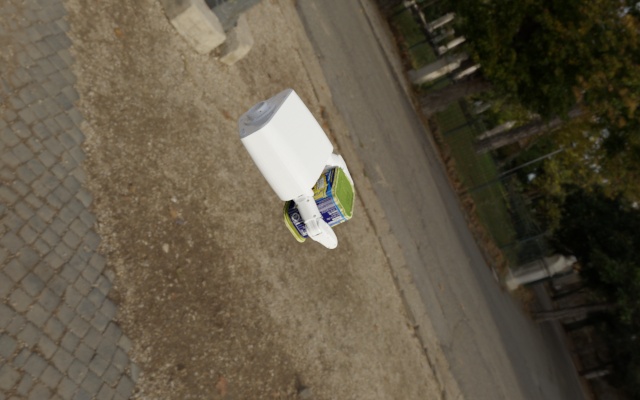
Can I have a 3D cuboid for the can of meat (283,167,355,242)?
[{"bbox_3d":[0.000,0.002,0.695,0.084,0.057,0.102,-25,25,20],"label":"can of meat"}]
